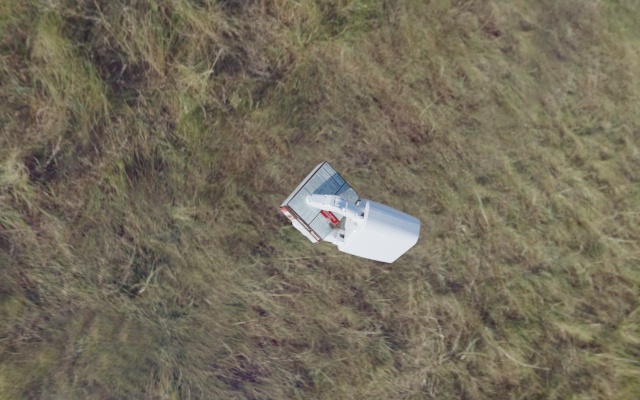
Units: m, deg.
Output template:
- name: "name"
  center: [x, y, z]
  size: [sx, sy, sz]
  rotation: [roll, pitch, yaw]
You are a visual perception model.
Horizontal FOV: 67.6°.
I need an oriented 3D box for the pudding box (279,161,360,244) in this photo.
- name: "pudding box"
  center: [0.000, 0.003, 0.804]
  size: [0.113, 0.090, 0.039]
  rotation: [-49, 9, -25]
